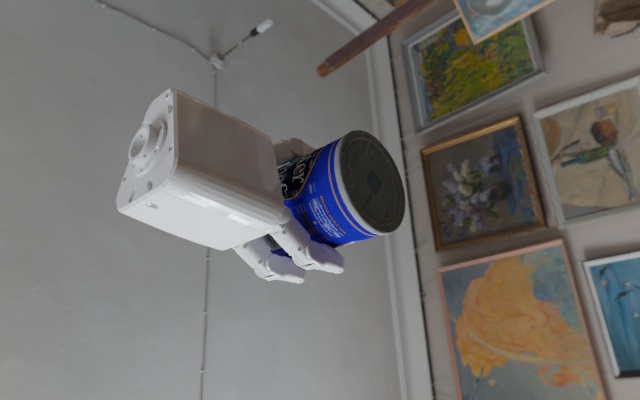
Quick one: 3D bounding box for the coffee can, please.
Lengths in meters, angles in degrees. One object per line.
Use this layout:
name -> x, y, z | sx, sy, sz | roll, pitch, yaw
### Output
coffee can -> 0.000, 0.002, 0.491 | 0.140, 0.102, 0.103 | -22, -14, 38
